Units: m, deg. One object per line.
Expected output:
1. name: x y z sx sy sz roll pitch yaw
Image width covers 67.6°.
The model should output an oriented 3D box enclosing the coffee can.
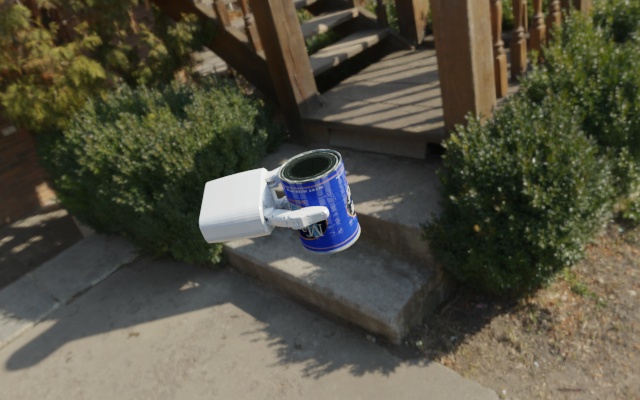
1. coffee can: 0.000 0.003 0.775 0.103 0.140 0.102 -12 30 7
